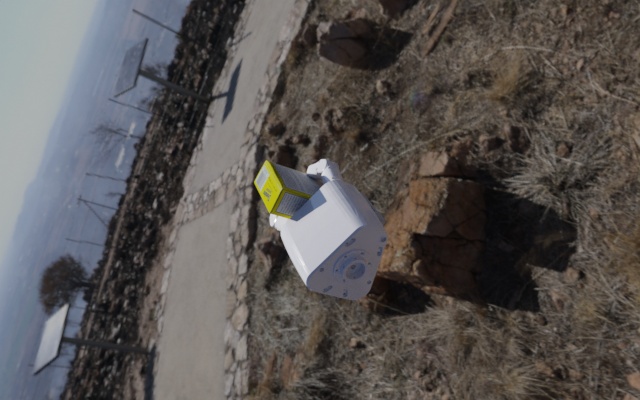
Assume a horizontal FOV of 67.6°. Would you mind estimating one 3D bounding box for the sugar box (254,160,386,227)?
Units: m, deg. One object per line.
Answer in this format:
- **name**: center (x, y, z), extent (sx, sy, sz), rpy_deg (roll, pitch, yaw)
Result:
- **sugar box**: center (0.000, 0.003, 0.686), extent (0.176, 0.048, 0.093), rpy_deg (20, 21, -30)
